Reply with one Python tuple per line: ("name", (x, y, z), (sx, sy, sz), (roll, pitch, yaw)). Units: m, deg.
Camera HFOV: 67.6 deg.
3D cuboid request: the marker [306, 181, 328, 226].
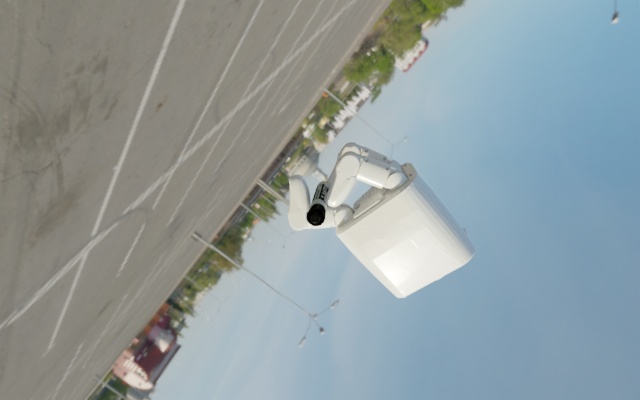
("marker", (0.000, 0.002, 0.515), (0.020, 0.020, 0.121), (0, 15, 5))
